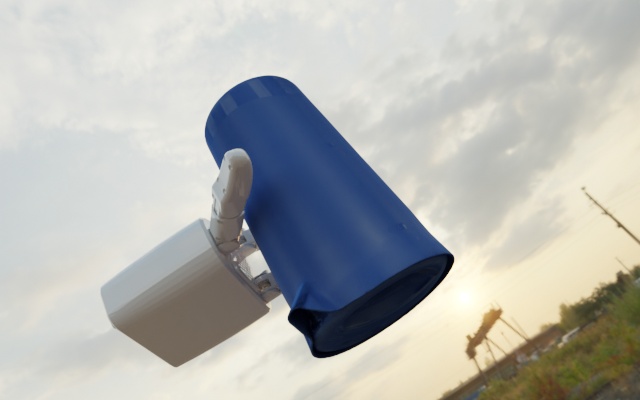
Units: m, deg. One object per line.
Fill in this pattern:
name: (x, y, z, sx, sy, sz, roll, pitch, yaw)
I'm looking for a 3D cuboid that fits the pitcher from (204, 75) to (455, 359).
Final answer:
pitcher: (0.000, 0.001, 0.430, 0.145, 0.242, 0.149, -33, -28, -3)
